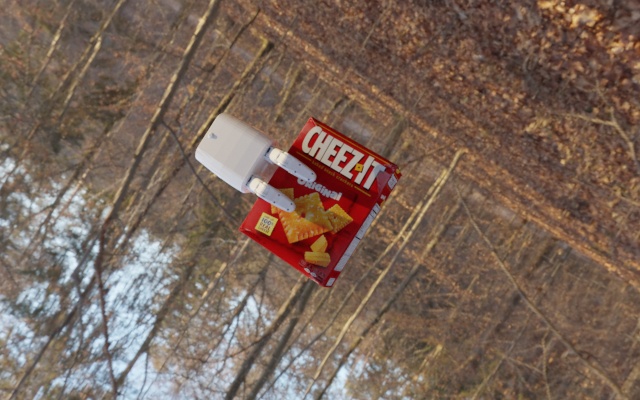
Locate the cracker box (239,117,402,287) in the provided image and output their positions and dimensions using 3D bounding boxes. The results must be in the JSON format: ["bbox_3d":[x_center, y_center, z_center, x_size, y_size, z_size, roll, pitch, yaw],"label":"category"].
[{"bbox_3d":[0.000,0.003,0.745,0.164,0.213,0.072,32,-1,16],"label":"cracker box"}]
